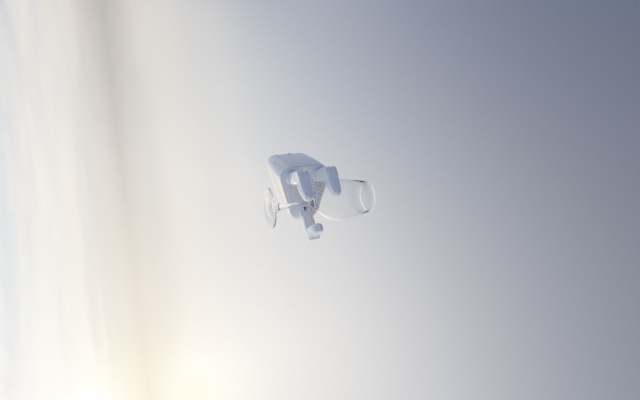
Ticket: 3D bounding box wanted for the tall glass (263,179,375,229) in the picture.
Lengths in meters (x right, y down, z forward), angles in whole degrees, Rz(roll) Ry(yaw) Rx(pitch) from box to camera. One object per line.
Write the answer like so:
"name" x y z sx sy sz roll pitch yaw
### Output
"tall glass" 0.000 0.003 0.889 0.201 0.079 0.079 -7 2 -22
